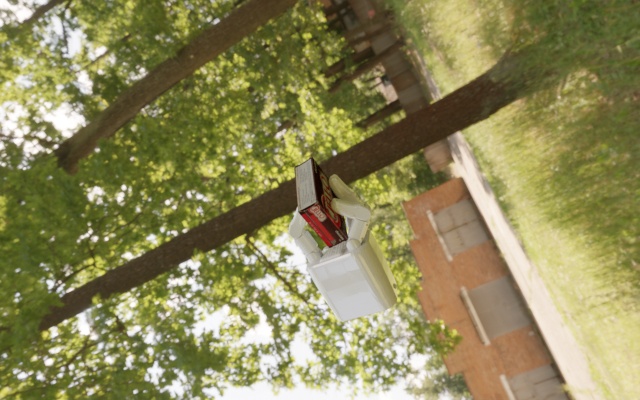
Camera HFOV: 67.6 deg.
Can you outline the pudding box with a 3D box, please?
[{"bbox_3d":[0.000,0.002,0.719,0.039,0.090,0.113,-28,38,13],"label":"pudding box"}]
